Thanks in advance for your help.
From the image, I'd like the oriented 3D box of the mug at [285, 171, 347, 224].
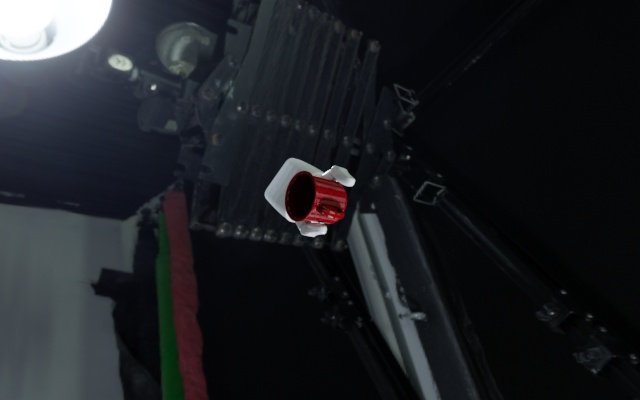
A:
[{"bbox_3d":[0.001,0.003,0.868,0.081,0.093,0.117,11,15,-39],"label":"mug"}]
